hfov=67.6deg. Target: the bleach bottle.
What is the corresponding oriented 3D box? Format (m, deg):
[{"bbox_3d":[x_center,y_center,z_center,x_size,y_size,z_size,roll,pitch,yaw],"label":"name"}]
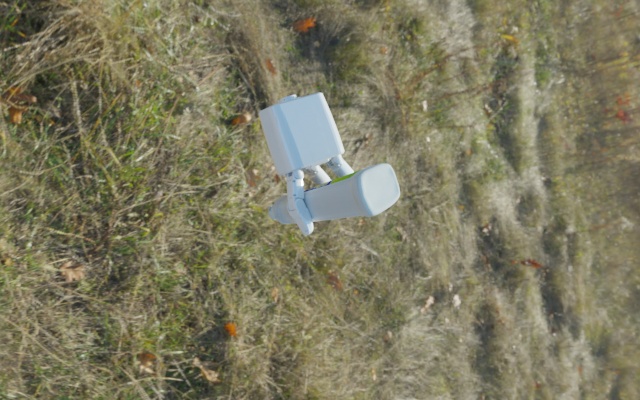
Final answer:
[{"bbox_3d":[0.000,0.003,0.781,0.251,0.068,0.102,-14,8,42],"label":"bleach bottle"}]
